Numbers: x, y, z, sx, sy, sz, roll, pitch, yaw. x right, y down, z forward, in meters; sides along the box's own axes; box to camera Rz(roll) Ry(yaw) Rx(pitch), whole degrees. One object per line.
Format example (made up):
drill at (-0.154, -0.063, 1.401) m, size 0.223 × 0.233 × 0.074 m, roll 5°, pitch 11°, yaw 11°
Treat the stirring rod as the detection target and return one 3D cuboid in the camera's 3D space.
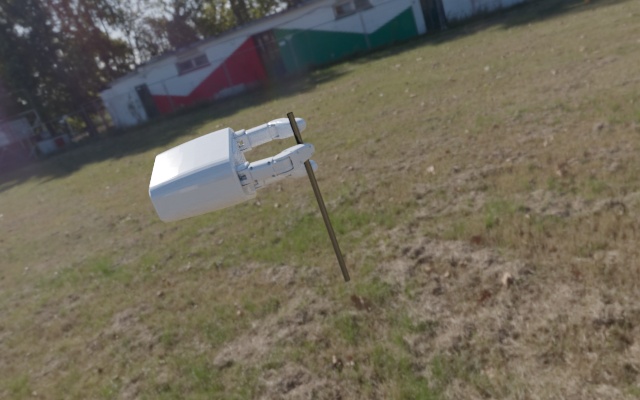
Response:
stirring rod at (0.000, 0.002, 0.614) m, size 0.011 × 0.240 × 0.011 m, roll -17°, pitch 20°, yaw 6°
